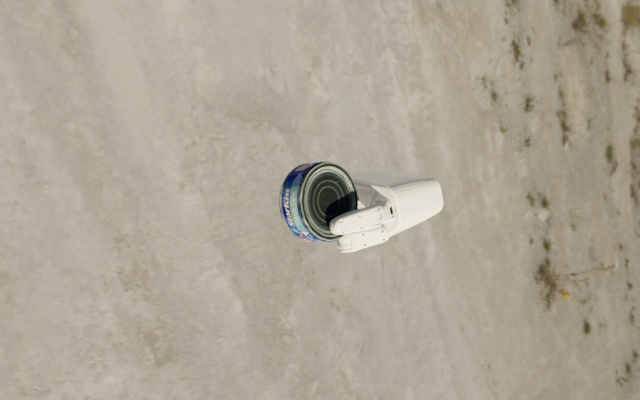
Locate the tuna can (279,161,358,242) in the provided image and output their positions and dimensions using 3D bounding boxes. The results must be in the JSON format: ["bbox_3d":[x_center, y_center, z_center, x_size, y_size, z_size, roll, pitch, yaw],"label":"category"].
[{"bbox_3d":[0.000,0.002,0.508,0.086,0.086,0.034,0,-2,-42],"label":"tuna can"}]
